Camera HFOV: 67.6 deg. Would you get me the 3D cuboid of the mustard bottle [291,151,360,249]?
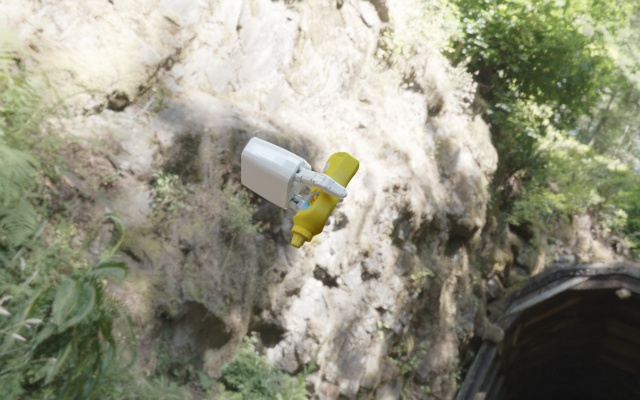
[{"bbox_3d":[0.001,0.003,0.879,0.058,0.191,0.096,35,-18,-13],"label":"mustard bottle"}]
